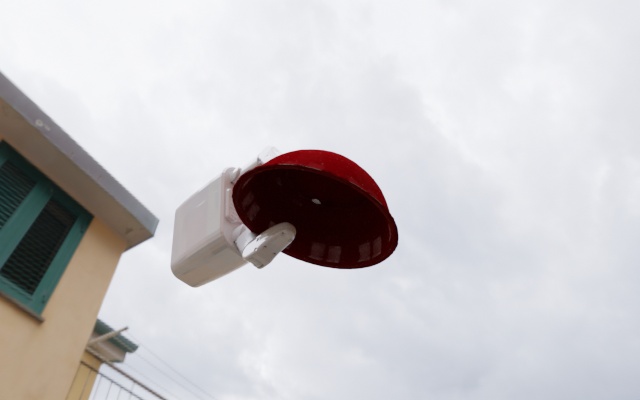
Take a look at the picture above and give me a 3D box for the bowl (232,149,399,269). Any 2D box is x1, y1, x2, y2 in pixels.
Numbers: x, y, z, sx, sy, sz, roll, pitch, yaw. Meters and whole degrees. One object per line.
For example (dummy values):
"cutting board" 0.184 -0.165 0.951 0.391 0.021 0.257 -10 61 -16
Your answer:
"bowl" 0.001 0.001 0.461 0.162 0.055 0.162 14 -35 10
